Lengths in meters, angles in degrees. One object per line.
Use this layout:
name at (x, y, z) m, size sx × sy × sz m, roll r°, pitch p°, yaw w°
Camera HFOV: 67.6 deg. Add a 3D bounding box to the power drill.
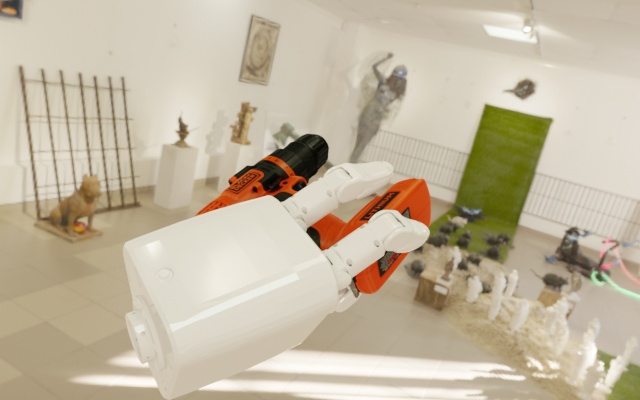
power drill at (0.000, 0.002, 0.435) m, size 0.187 × 0.057 × 0.184 m, roll 13°, pitch 44°, yaw 38°
